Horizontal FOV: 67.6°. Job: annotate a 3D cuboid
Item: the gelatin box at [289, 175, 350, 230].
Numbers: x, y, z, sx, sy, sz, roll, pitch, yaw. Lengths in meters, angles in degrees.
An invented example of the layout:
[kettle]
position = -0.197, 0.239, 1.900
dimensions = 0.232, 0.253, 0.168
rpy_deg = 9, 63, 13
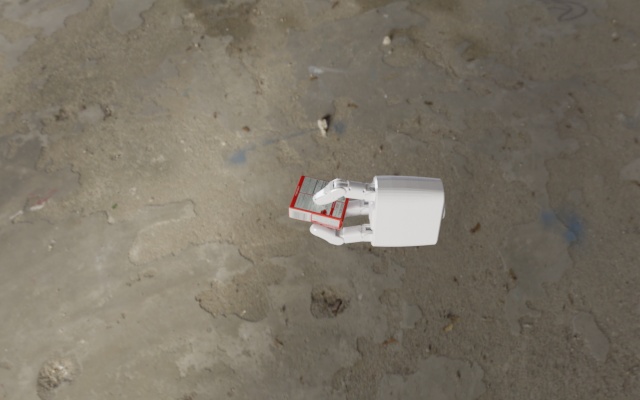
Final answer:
[gelatin box]
position = 0.000, 0.002, 0.779
dimensions = 0.089, 0.073, 0.030
rpy_deg = 13, -38, 6
